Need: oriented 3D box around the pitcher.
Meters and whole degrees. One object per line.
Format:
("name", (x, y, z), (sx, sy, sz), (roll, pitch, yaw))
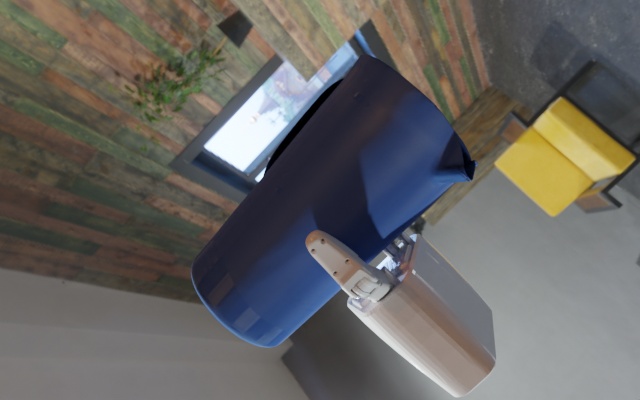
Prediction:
("pitcher", (0.000, 0.002, 0.421), (0.145, 0.243, 0.149), (44, 6, -1))
